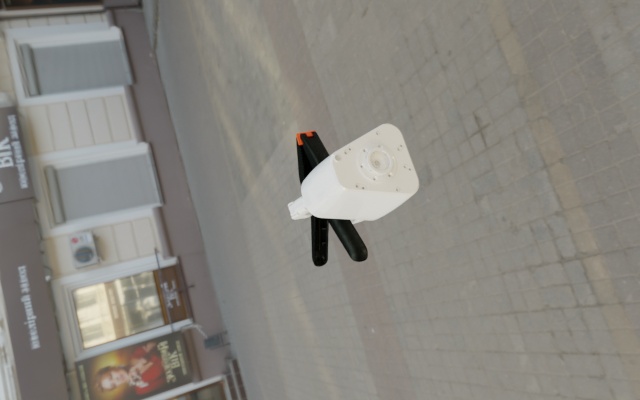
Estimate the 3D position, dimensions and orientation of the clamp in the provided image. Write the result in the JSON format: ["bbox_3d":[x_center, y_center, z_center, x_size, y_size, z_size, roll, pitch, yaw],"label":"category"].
[{"bbox_3d":[-0.001,0.002,0.710,0.036,0.210,0.164,-13,-12,-24],"label":"clamp"}]
